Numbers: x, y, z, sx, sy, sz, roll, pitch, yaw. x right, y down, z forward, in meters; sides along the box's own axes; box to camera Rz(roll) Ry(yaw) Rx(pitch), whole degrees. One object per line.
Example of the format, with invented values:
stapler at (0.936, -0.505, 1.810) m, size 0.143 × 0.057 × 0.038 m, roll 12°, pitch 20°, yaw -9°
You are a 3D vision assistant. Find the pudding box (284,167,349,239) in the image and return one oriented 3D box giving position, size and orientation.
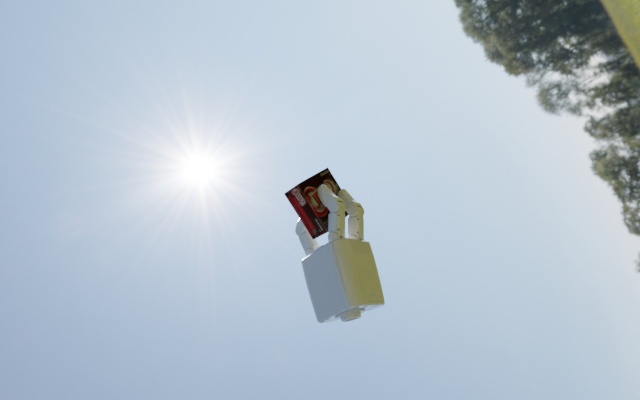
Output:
pudding box at (0.000, 0.003, 0.802) m, size 0.039 × 0.090 × 0.113 m, roll -30°, pitch 3°, yaw 30°
